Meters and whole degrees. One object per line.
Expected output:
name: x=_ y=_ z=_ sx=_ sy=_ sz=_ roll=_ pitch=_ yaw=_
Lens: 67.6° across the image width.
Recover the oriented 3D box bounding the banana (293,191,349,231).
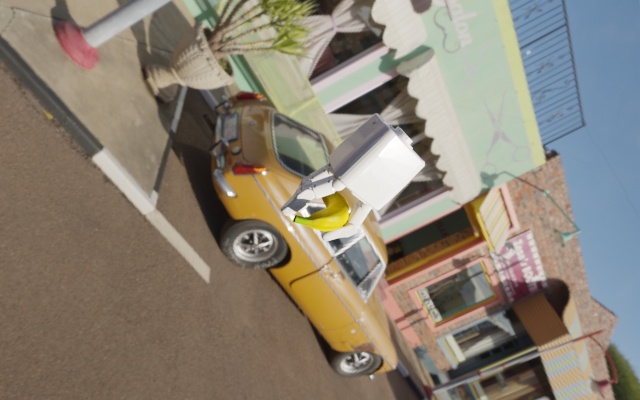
banana: x=0.015 y=0.013 z=0.781 sx=0.069 sy=0.037 sz=0.197 roll=31 pitch=17 yaw=5
